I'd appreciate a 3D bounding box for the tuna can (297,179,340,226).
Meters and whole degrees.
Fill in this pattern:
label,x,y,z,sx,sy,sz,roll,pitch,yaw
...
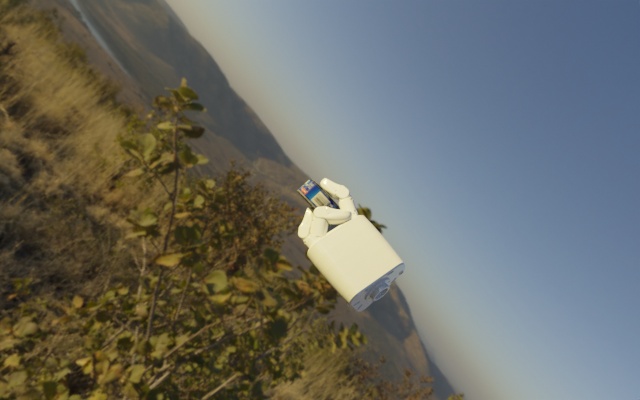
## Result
label,x,y,z,sx,sy,sz,roll,pitch,yaw
tuna can,0.001,0.002,0.832,0.034,0.086,0.086,-43,2,-2
